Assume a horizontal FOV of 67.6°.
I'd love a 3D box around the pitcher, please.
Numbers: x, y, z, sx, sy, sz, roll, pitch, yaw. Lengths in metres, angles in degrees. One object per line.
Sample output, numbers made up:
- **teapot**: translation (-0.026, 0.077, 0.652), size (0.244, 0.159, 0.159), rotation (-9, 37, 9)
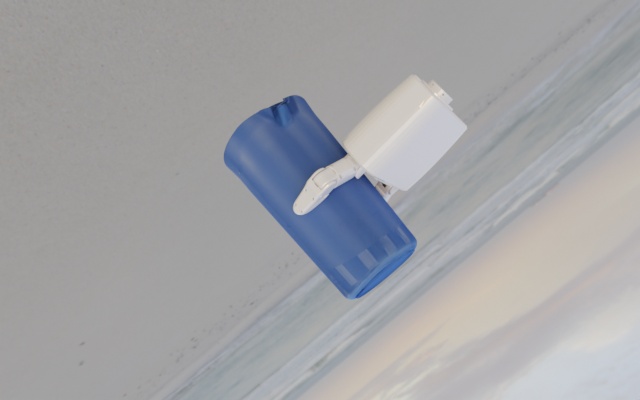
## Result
- **pitcher**: translation (0.000, 0.002, 0.597), size (0.145, 0.242, 0.149), rotation (-46, -17, 19)
